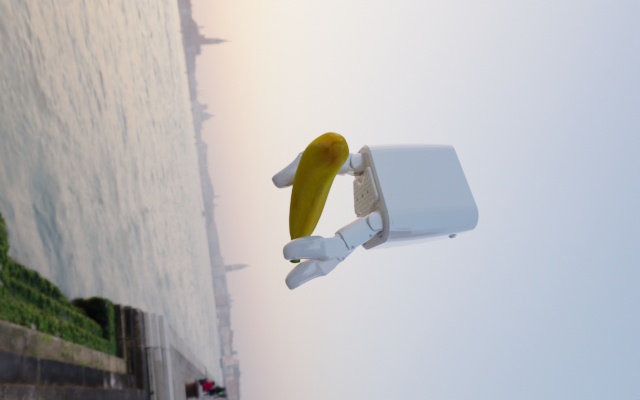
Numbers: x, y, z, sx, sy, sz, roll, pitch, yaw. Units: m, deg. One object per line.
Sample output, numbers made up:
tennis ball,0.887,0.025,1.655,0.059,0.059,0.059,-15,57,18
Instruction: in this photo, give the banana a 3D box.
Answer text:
banana,-0.004,-0.012,0.459,0.037,0.069,0.198,-2,-33,-14
